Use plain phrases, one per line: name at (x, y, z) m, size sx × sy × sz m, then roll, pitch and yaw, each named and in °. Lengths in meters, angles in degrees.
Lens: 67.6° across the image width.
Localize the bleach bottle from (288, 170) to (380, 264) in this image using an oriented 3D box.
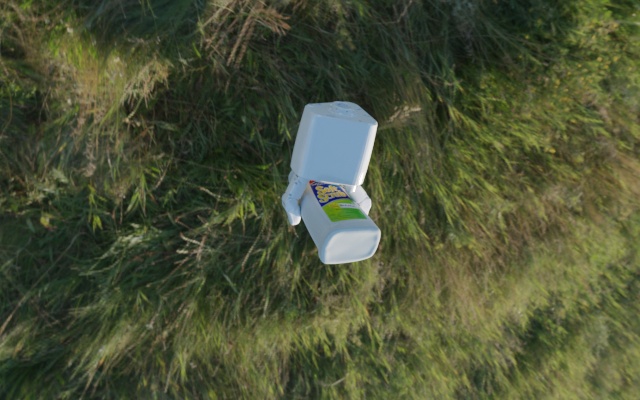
bleach bottle at (0.000, 0.003, 0.809) m, size 0.102 × 0.068 × 0.250 m, roll -2°, pitch 33°, yaw -26°
